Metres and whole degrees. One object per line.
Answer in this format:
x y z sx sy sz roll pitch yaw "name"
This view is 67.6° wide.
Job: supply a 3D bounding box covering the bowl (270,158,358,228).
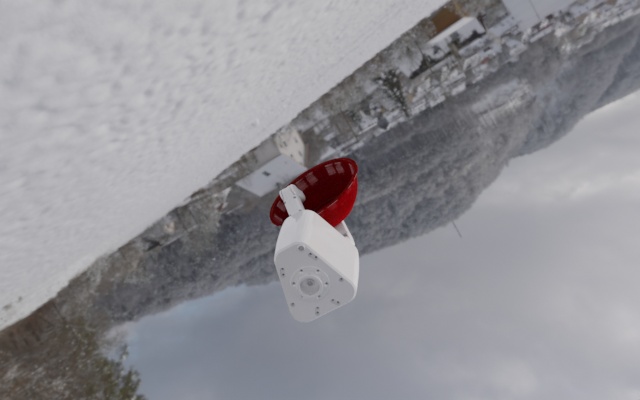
0.001 0.002 0.762 0.162 0.055 0.162 -27 27 15 "bowl"
